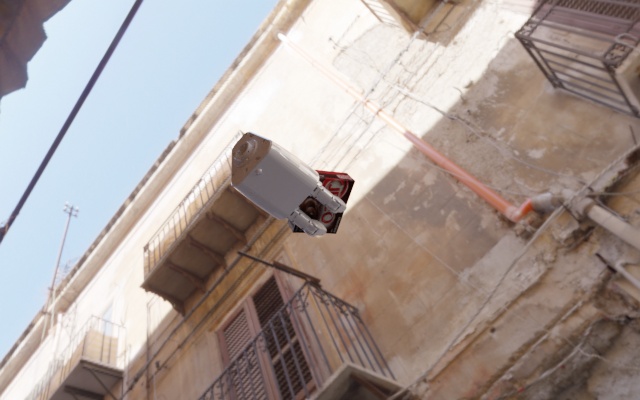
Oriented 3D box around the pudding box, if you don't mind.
[{"bbox_3d":[0.000,0.003,0.834,0.090,0.113,0.039,4,30,-29],"label":"pudding box"}]
